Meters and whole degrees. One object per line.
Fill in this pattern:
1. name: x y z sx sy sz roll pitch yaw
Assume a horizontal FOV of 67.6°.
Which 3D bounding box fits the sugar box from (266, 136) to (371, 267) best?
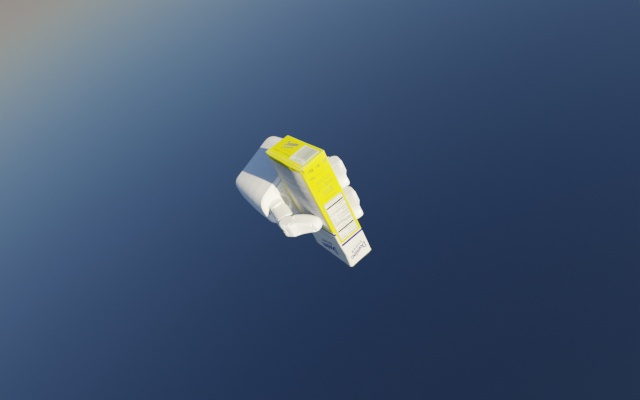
1. sugar box: 0.000 0.002 0.646 0.048 0.176 0.093 -41 37 -14
